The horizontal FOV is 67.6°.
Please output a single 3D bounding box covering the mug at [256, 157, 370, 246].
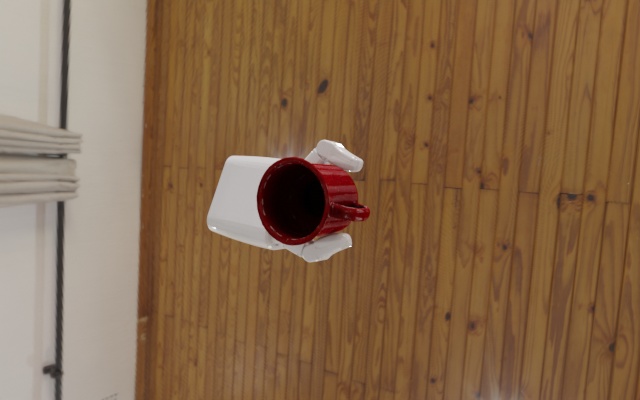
[{"bbox_3d":[0.001,0.002,0.526,0.117,0.093,0.081,12,8,31],"label":"mug"}]
